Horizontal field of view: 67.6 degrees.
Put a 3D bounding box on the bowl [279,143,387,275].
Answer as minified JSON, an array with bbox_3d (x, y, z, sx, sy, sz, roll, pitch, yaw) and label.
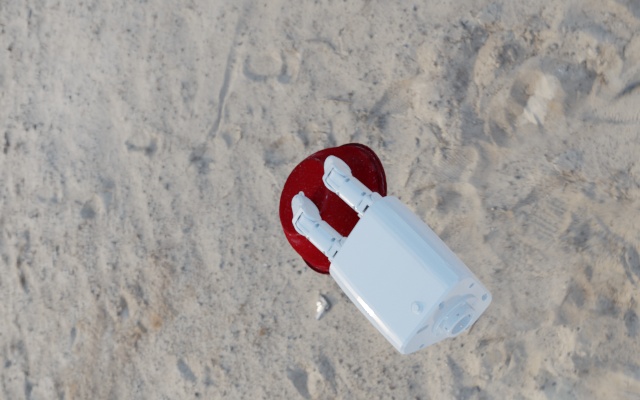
[{"bbox_3d":[-0.001,0.001,0.554,0.055,0.162,0.162,18,-11,-36],"label":"bowl"}]
